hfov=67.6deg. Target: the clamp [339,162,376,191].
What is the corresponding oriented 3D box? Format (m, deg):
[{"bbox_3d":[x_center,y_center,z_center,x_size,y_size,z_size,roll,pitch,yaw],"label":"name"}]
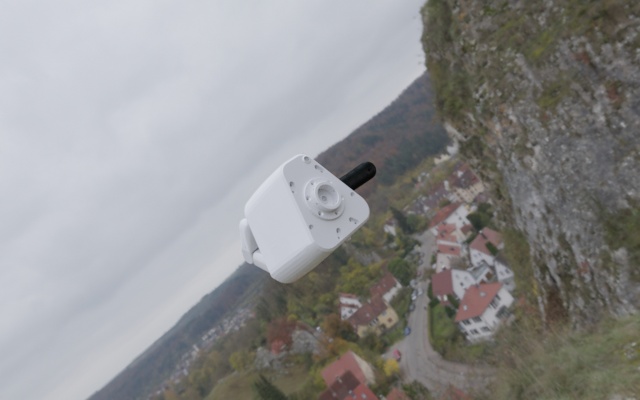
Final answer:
[{"bbox_3d":[0.000,0.002,0.651,0.171,0.039,0.120,-38,-3,-38],"label":"clamp"}]
